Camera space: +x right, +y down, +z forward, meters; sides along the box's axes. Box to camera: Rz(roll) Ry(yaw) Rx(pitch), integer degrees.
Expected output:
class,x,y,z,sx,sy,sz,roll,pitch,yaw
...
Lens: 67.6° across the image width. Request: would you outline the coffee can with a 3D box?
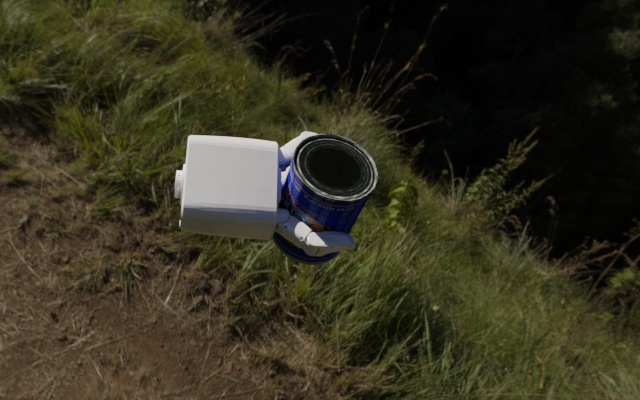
class,x,y,z,sx,sy,sz,roll,pitch,yaw
coffee can,0.000,0.002,0.599,0.103,0.102,0.140,0,-37,-19
